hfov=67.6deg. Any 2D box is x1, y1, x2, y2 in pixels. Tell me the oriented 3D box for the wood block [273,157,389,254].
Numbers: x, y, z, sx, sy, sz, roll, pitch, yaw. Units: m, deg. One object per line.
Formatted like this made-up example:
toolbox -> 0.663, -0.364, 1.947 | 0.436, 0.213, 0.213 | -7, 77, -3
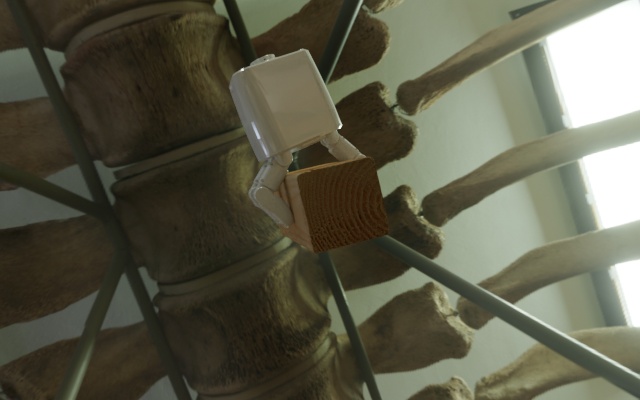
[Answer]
wood block -> 0.000, 0.002, 0.609 | 0.091, 0.090, 0.206 | -14, 5, -13
